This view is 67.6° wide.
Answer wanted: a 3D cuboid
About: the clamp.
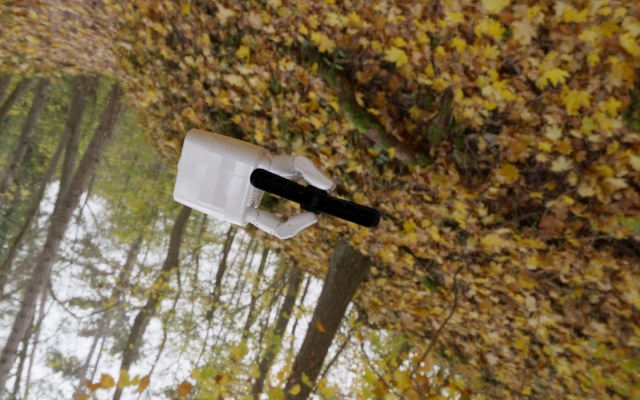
[{"bbox_3d":[0.000,0.003,0.659,0.164,0.036,0.210,21,-2,5],"label":"clamp"}]
